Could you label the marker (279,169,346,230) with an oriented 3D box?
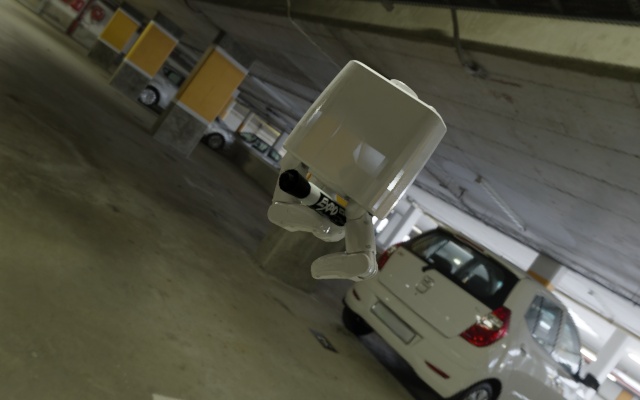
[{"bbox_3d":[0.000,0.001,0.404,0.020,0.020,0.121,0,-18,27],"label":"marker"}]
